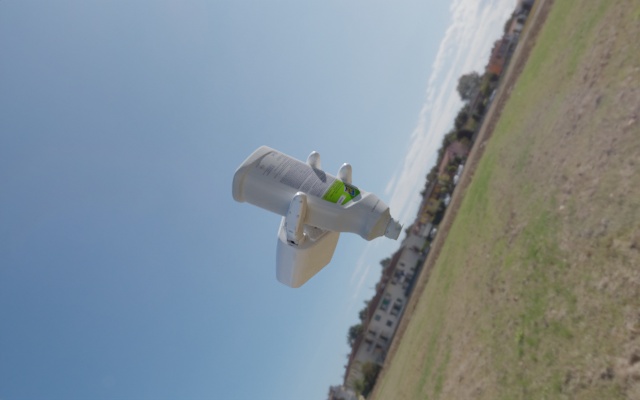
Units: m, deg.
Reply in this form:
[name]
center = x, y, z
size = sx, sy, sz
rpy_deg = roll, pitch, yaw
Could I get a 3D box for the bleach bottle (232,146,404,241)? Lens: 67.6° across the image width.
[bleach bottle]
center = 0.000, 0.002, 0.715
size = 0.251, 0.068, 0.102
rpy_deg = 23, 45, 13
